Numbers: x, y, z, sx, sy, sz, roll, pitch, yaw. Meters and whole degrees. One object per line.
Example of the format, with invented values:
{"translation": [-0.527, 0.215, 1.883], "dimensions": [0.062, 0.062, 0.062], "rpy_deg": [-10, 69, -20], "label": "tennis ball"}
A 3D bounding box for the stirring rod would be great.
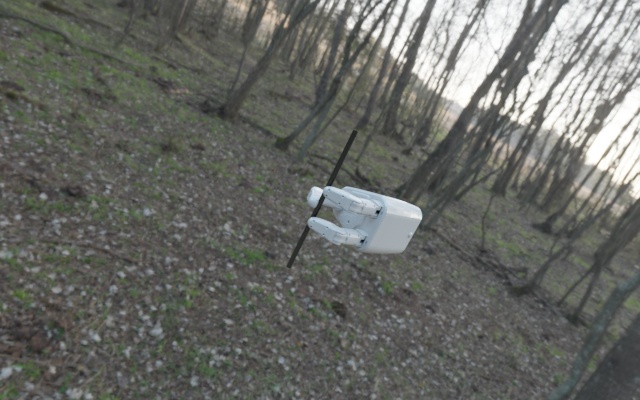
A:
{"translation": [0.000, 0.002, 0.731], "dimensions": [0.011, 0.239, 0.011], "rpy_deg": [24, 16, -7], "label": "stirring rod"}
